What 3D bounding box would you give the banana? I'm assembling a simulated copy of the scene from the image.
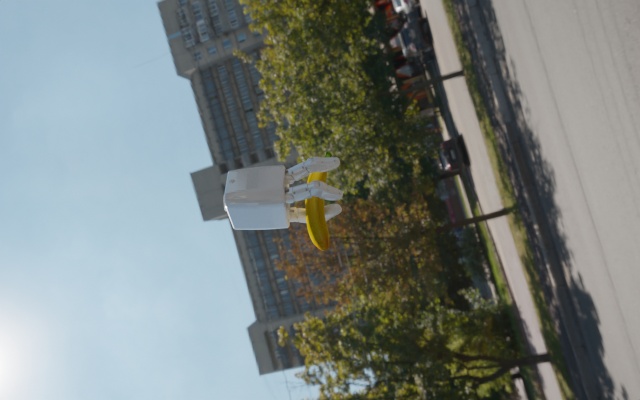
[{"bbox_3d":[-0.005,0.008,0.875,0.037,0.197,0.070,8,-29,-15],"label":"banana"}]
